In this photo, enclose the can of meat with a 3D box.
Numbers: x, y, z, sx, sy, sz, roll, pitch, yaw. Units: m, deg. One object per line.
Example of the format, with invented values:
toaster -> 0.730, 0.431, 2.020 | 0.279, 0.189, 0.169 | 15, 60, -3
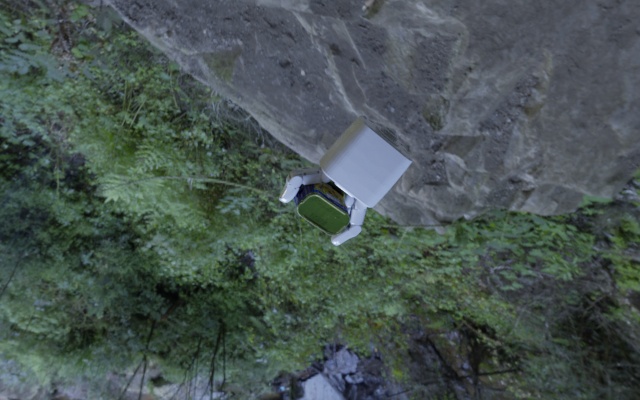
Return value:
can of meat -> 0.000, 0.003, 0.825 | 0.102, 0.057, 0.084 | 34, 21, -27
